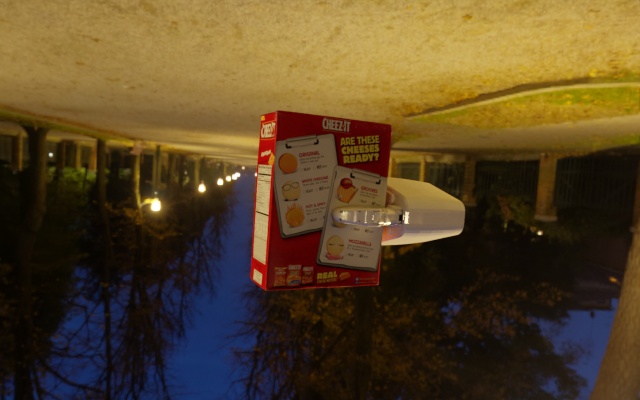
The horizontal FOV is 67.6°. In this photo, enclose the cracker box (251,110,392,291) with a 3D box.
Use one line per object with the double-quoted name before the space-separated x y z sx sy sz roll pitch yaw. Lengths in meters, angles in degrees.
"cracker box" 0.000 0.002 0.617 0.164 0.214 0.072 2 4 -27
